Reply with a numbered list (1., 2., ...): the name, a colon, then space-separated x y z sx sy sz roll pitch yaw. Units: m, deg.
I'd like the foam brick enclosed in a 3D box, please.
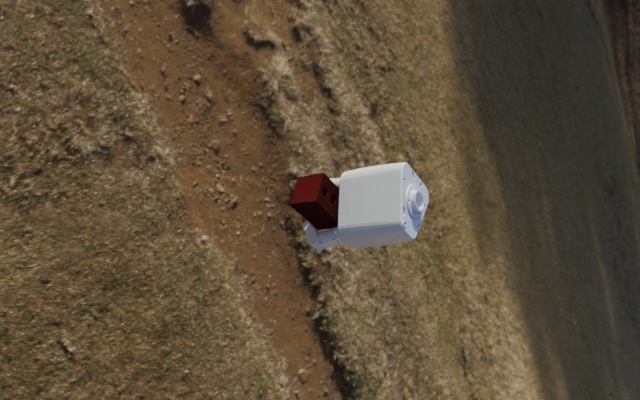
1. foam brick: 0.000 0.002 0.729 0.051 0.053 0.078 -9 -37 37
